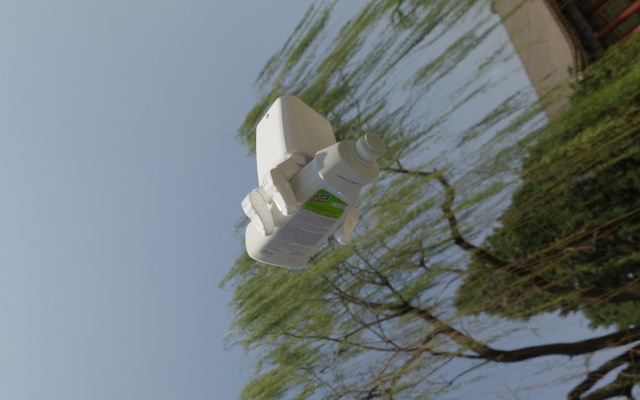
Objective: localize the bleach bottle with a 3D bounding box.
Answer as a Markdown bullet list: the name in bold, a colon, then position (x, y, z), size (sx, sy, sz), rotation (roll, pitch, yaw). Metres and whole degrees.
- **bleach bottle**: position (0.000, 0.002, 0.616), size (0.102, 0.068, 0.251), rotation (15, -40, -31)
